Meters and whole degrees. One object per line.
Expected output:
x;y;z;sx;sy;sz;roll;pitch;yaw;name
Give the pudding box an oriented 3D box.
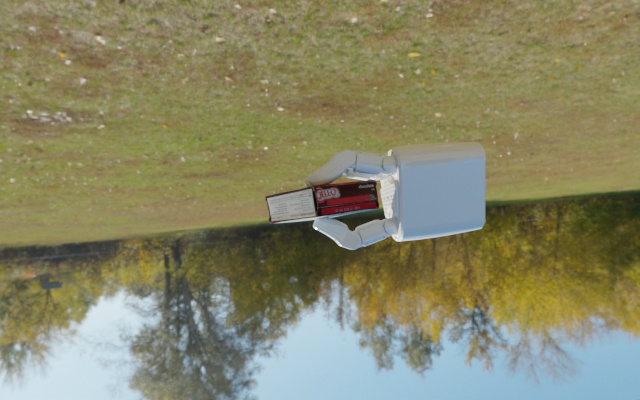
0.000;0.002;0.569;0.090;0.039;0.113;-6;-4;-34;pudding box
